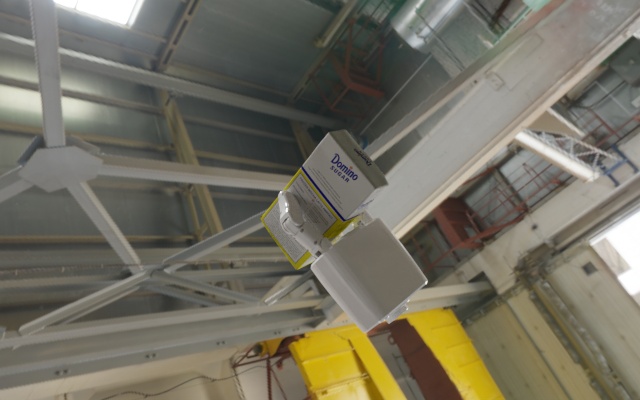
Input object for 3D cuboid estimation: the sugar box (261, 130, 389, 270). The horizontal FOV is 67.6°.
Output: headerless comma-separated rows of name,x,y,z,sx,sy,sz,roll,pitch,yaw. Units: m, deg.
sugar box,0.000,0.002,0.620,0.176,0.093,0.048,-47,-17,32
